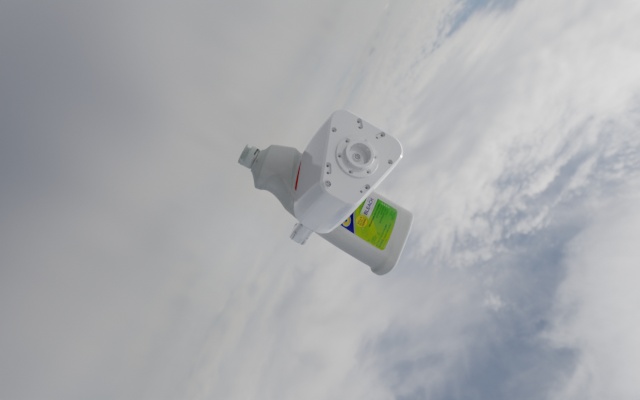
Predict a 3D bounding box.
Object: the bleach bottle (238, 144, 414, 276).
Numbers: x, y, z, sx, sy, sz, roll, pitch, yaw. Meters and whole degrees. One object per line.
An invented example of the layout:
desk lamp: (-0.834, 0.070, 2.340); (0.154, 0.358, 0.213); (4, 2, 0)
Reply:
bleach bottle: (0.000, 0.002, 0.660); (0.251, 0.102, 0.068); (29, -24, -7)
